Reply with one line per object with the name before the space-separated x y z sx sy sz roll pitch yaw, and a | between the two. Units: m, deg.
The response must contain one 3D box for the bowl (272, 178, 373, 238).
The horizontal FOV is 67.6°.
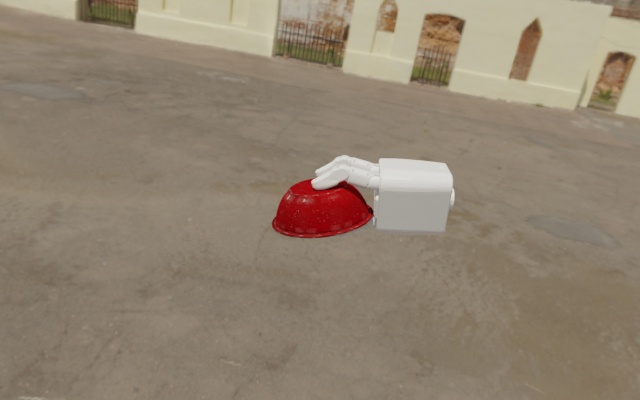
bowl | -0.001 0.002 0.745 0.162 0.055 0.162 -7 19 2
